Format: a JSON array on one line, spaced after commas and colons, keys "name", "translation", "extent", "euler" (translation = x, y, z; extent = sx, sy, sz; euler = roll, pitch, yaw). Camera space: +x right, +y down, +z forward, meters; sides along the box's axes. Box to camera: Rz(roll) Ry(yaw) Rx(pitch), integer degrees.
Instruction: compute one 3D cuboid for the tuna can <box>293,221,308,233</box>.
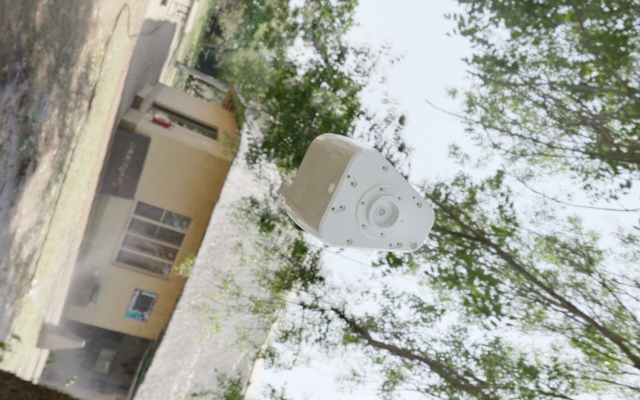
[{"name": "tuna can", "translation": [0.001, 0.002, 0.600], "extent": [0.034, 0.086, 0.086], "euler": [21, -9, -25]}]
